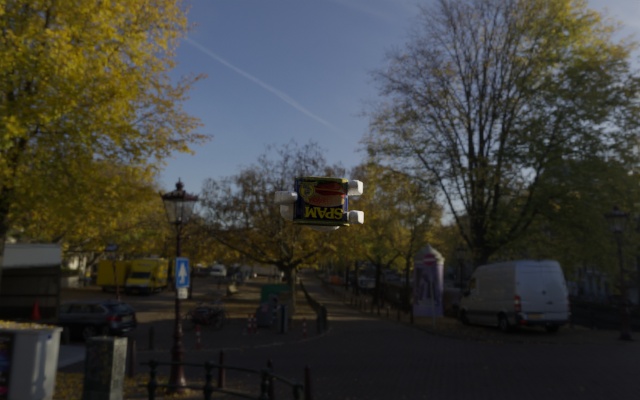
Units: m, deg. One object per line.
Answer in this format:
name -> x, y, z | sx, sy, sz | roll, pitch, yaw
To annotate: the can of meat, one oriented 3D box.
can of meat -> 0.000, 0.002, 0.862 | 0.102, 0.084, 0.057 | 3, -7, -12
